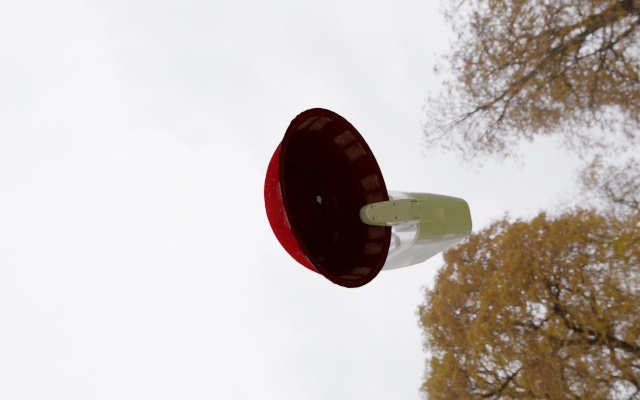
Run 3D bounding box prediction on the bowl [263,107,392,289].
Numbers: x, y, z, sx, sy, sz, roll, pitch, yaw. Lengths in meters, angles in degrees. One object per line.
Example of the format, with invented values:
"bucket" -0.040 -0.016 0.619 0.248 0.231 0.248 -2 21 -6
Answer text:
"bowl" -0.001 0.001 0.433 0.055 0.162 0.162 -16 -10 36
